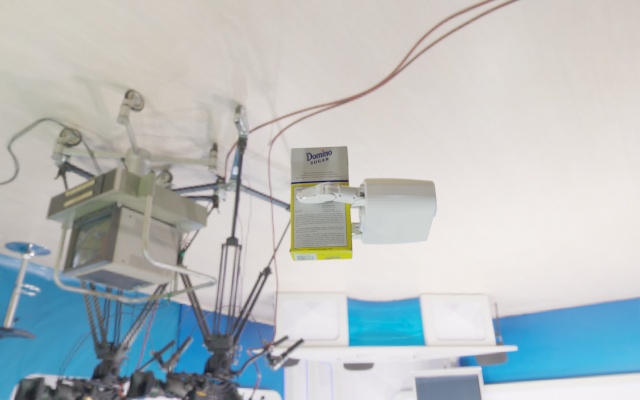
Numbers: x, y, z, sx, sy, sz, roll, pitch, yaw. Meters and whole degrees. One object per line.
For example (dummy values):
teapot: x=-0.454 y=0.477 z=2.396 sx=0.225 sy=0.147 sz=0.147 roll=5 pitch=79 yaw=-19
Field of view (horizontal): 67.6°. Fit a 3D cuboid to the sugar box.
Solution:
sugar box: x=0.000 y=0.003 z=0.737 sx=0.093 sy=0.176 sz=0.048 roll=-2 pitch=-27 yaw=2
